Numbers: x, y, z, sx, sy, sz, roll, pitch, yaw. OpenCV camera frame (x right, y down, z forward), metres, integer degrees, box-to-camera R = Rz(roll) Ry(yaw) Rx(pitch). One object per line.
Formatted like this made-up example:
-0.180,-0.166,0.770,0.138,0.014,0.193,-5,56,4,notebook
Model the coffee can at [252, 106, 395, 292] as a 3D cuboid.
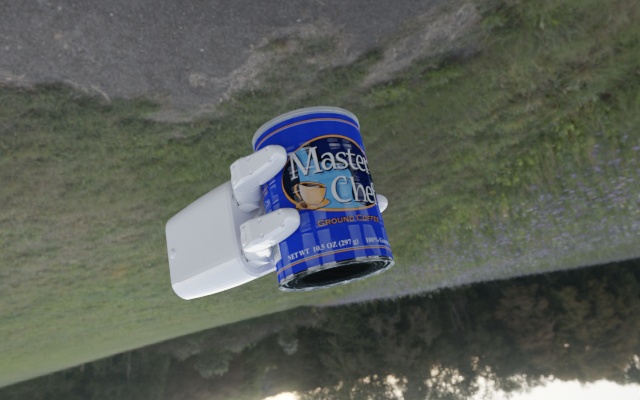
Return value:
0.000,0.001,0.433,0.103,0.140,0.103,-11,-19,-4,coffee can
